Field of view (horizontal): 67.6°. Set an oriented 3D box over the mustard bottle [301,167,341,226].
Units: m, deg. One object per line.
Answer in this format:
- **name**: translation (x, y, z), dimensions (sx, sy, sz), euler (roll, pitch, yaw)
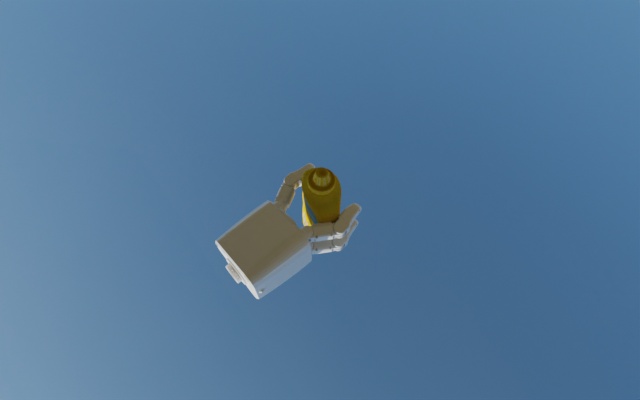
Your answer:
- **mustard bottle**: translation (0.000, 0.002, 0.756), dimensions (0.058, 0.096, 0.192), euler (-14, -25, -7)
